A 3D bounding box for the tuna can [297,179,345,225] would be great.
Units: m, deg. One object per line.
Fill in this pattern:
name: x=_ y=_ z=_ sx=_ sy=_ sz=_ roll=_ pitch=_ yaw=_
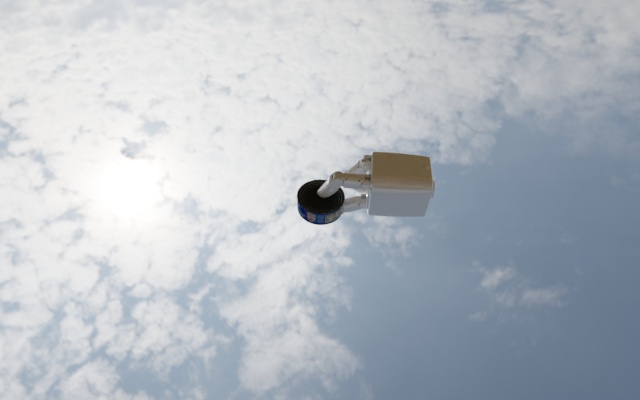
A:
tuna can: x=0.000 y=0.003 z=0.860 sx=0.086 sy=0.086 sz=0.034 roll=0 pitch=-44 yaw=-3
